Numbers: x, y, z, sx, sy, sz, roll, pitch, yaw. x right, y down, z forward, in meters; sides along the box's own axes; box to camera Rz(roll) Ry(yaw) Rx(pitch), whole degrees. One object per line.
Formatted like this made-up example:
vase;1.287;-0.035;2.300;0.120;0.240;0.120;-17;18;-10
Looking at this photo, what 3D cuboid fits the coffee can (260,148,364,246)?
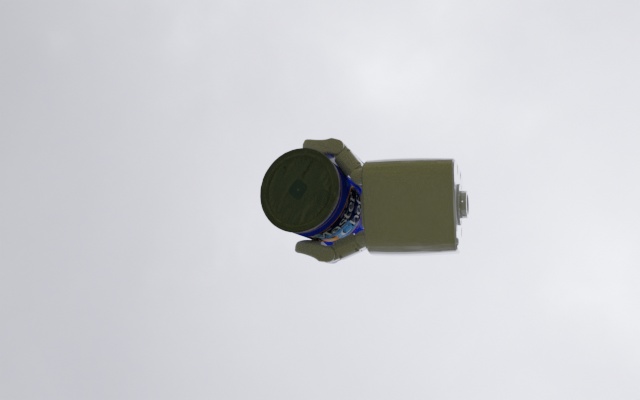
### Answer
coffee can;0.000;0.002;0.621;0.103;0.102;0.140;0;-13;23
